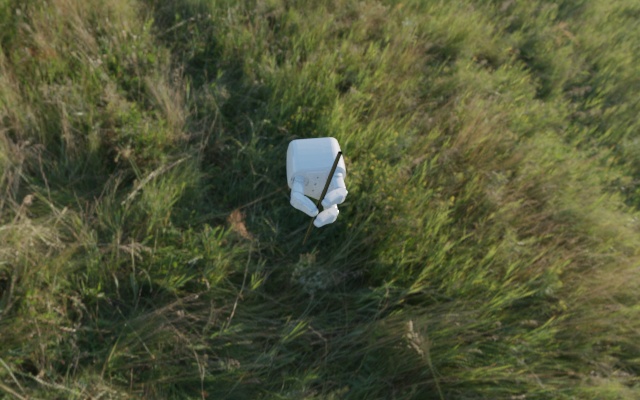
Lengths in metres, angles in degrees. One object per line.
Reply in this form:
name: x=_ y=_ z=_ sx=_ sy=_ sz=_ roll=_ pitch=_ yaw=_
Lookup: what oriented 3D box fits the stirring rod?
stirring rod: x=0.000 y=0.003 z=0.892 sx=0.011 sy=0.240 sz=0.011 roll=12 pitch=42 yaw=-11
